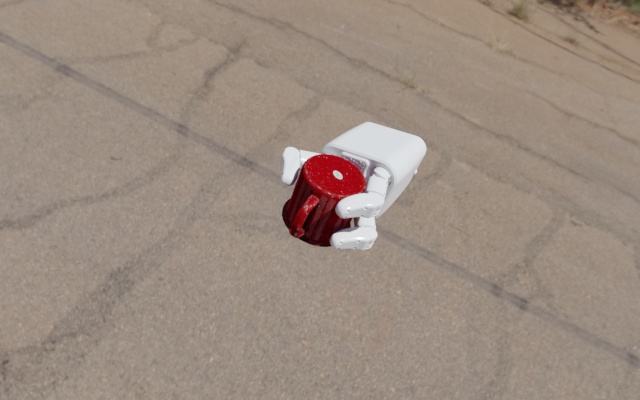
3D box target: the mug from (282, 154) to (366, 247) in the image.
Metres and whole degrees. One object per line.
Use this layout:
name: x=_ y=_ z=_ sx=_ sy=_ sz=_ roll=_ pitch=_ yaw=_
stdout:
mug: x=-0.001 y=0.002 z=0.583 sx=0.093 sy=0.082 sz=0.117 roll=35 pitch=42 yaw=15
